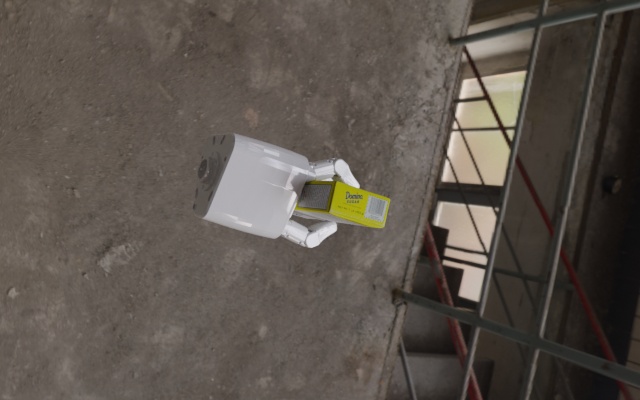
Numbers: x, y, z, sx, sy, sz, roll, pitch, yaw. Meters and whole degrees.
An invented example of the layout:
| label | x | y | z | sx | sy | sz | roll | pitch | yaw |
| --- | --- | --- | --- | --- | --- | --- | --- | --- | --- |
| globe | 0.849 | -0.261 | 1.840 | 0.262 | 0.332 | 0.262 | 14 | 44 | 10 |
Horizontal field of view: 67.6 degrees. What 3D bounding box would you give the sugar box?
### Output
| label | x | y | z | sx | sy | sz | roll | pitch | yaw |
| --- | --- | --- | --- | --- | --- | --- | --- | --- | --- |
| sugar box | 0.000 | 0.002 | 0.650 | 0.093 | 0.048 | 0.176 | 18 | -5 | -35 |
